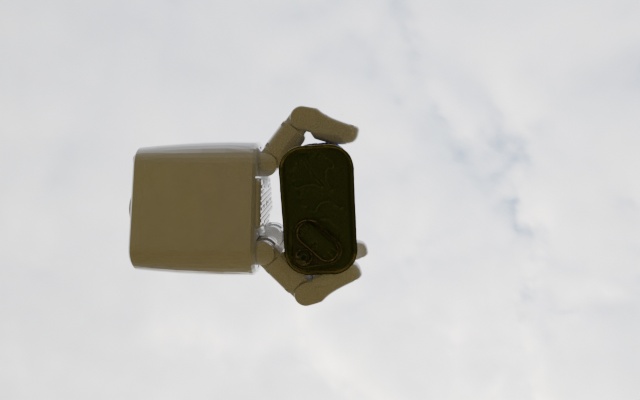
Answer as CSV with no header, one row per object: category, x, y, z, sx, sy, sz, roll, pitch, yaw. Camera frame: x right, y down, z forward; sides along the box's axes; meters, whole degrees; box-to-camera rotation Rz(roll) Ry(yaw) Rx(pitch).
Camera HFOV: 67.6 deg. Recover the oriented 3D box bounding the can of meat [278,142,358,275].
can of meat,0.000,0.001,0.405,0.057,0.102,0.084,-3,10,3
